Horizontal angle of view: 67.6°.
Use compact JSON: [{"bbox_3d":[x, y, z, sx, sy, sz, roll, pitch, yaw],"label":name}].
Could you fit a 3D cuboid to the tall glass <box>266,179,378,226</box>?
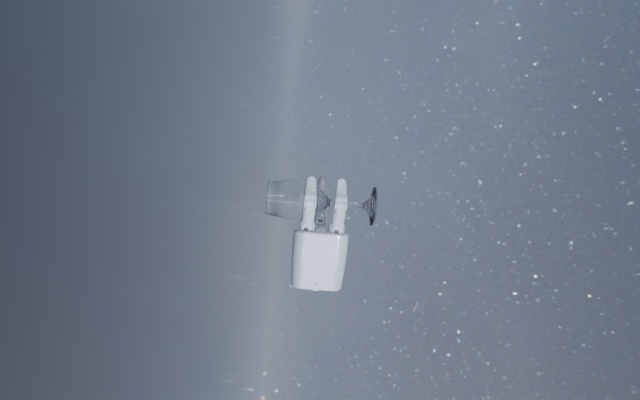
[{"bbox_3d":[0.001,0.003,0.891,0.201,0.079,0.079,5,-1,-5],"label":"tall glass"}]
